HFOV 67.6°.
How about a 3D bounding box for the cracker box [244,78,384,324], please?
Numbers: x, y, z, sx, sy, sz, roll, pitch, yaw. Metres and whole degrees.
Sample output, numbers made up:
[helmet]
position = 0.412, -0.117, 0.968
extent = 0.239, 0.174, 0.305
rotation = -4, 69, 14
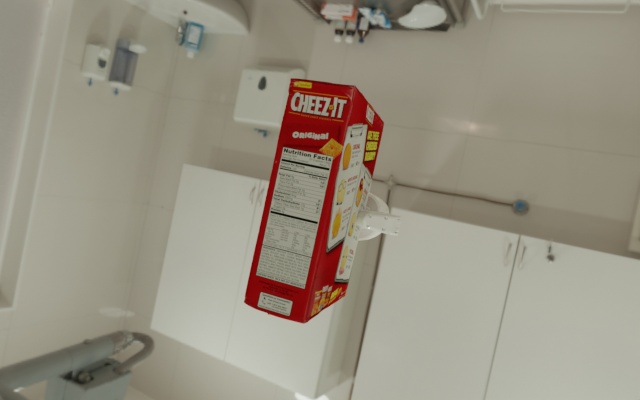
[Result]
[cracker box]
position = 0.000, 0.002, 0.495
extent = 0.072, 0.213, 0.164
rotation = 12, 1, 16
